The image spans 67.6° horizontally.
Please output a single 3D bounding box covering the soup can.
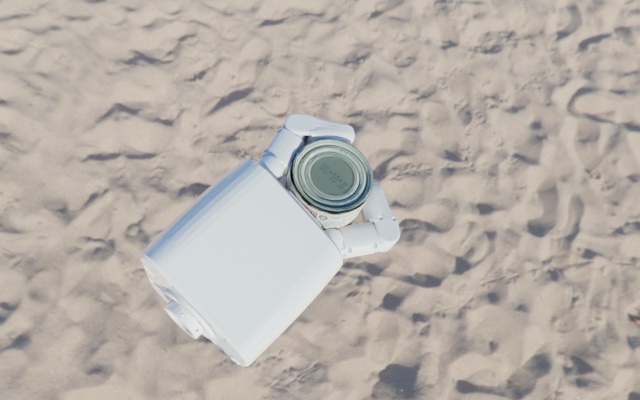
[{"bbox_3d":[0.001,0.001,0.413,0.068,0.068,0.102,0,-26,-12],"label":"soup can"}]
